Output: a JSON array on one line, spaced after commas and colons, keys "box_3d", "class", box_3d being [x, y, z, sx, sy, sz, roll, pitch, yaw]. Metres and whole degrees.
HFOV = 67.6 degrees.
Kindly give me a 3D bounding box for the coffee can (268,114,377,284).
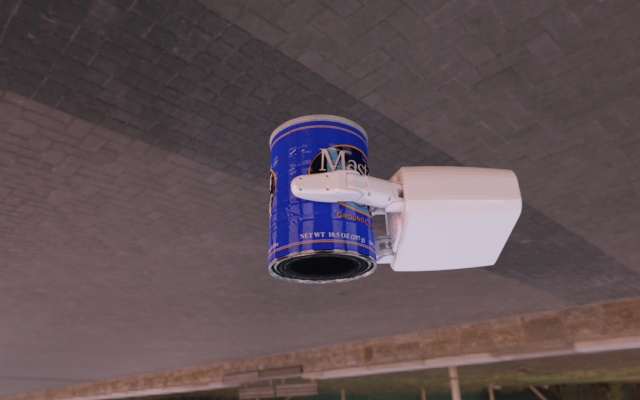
[{"box_3d": [0.000, 0.001, 0.475, 0.103, 0.140, 0.103, -1, -24, -1], "class": "coffee can"}]
